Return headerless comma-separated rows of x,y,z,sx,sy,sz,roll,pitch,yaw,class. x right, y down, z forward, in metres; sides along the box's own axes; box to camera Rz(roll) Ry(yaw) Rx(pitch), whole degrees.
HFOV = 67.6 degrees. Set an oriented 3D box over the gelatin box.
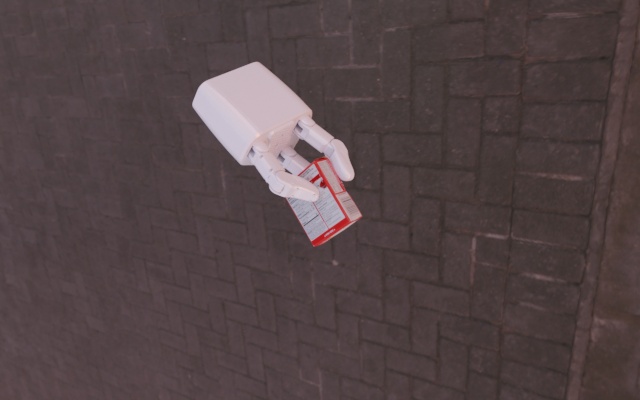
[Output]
0.000,0.002,0.596,0.030,0.089,0.073,-19,-14,-49,gelatin box
